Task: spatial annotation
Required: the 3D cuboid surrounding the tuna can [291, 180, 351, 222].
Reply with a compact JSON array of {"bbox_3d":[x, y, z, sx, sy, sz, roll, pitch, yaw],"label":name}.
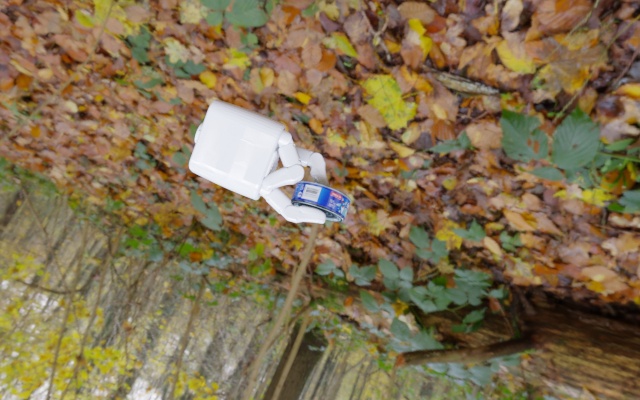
[{"bbox_3d":[0.000,0.003,0.712,0.086,0.033,0.086,18,-12,4],"label":"tuna can"}]
